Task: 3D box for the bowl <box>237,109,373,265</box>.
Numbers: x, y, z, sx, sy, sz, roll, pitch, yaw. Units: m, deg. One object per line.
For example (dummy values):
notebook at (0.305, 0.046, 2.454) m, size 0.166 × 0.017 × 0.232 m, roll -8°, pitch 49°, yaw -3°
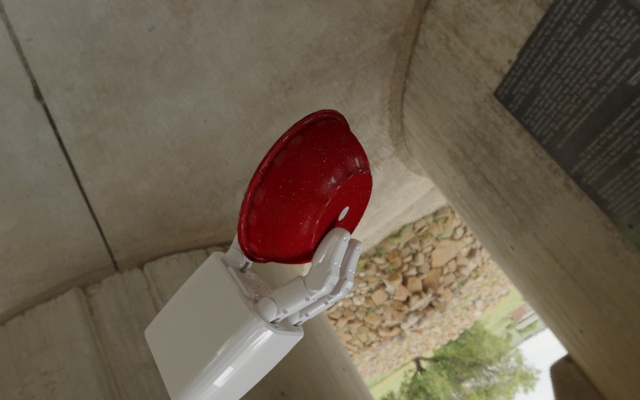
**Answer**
bowl at (0.001, 0.000, 0.439) m, size 0.055 × 0.162 × 0.162 m, roll 31°, pitch 14°, yaw 25°
